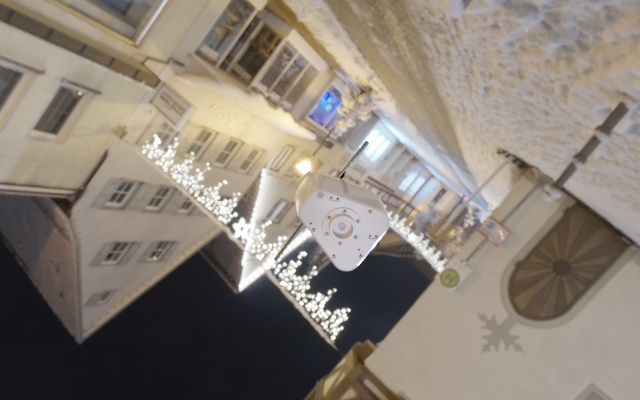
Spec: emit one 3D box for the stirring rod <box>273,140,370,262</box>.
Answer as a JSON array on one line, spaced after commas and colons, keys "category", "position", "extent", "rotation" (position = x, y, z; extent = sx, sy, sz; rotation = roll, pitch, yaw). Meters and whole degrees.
[{"category": "stirring rod", "position": [0.000, 0.002, 0.751], "extent": [0.011, 0.239, 0.011], "rotation": [37, 9, -7]}]
